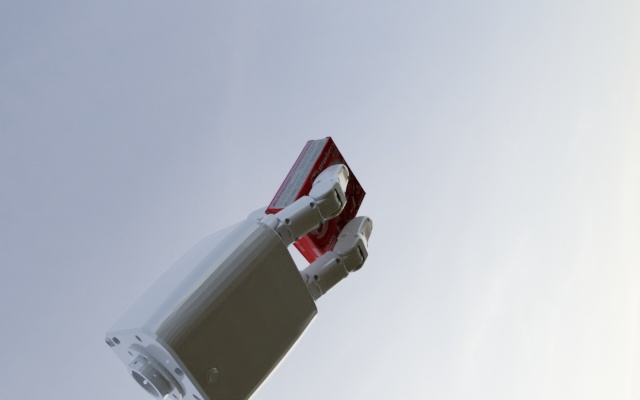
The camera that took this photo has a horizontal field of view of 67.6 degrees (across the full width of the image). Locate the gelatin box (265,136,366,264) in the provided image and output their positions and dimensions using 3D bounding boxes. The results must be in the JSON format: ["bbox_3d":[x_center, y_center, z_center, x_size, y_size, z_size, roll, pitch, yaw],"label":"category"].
[{"bbox_3d":[0.000,0.001,0.415,0.030,0.089,0.073,-4,-45,38],"label":"gelatin box"}]
